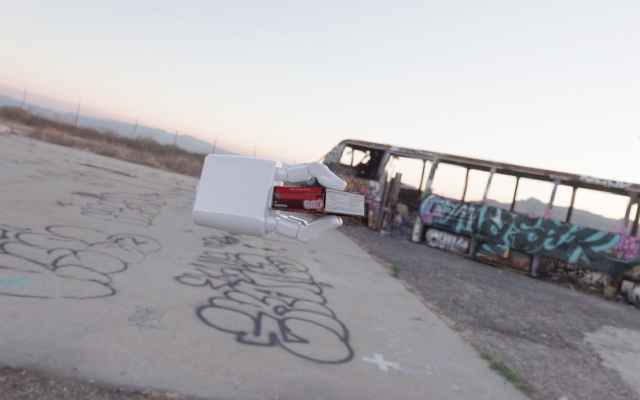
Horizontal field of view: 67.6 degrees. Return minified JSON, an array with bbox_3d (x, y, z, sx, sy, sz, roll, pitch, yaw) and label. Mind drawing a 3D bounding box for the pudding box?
[{"bbox_3d":[0.000,0.002,0.679,0.090,0.039,0.113,4,0,35],"label":"pudding box"}]
